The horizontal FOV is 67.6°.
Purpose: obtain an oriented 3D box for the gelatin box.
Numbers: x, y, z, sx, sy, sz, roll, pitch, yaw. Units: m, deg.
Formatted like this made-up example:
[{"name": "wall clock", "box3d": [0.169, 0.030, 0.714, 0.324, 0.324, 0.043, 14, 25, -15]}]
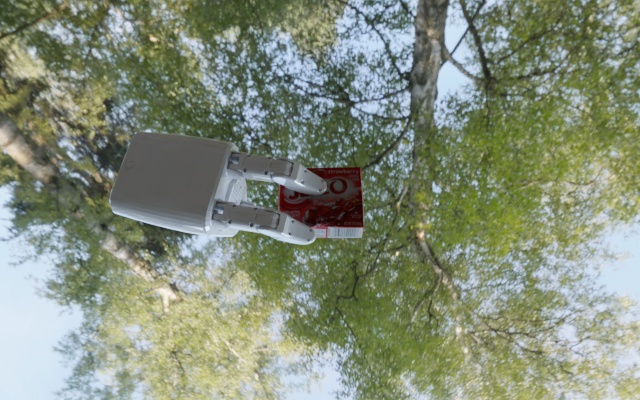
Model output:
[{"name": "gelatin box", "box3d": [0.000, 0.002, 0.508, 0.089, 0.073, 0.030, 0, -29, -1]}]
